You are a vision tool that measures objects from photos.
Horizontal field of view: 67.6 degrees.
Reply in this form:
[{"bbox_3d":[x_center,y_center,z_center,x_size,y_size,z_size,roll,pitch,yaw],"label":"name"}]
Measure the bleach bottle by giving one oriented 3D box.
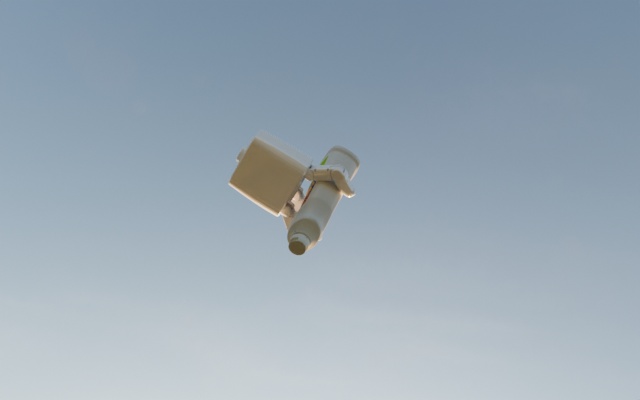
[{"bbox_3d":[0.000,0.003,0.827,0.068,0.103,0.250,32,35,-4],"label":"bleach bottle"}]
